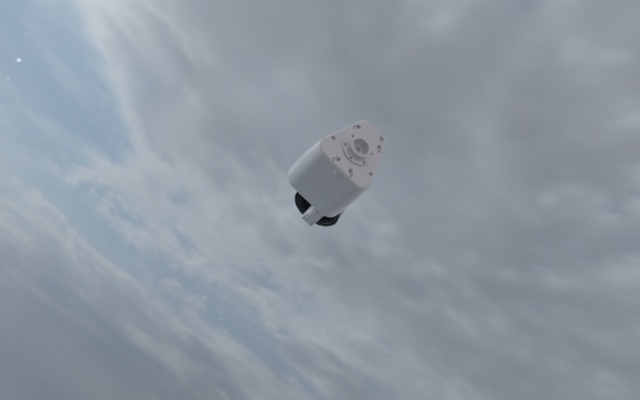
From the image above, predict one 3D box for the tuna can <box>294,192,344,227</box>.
[{"bbox_3d":[0.000,0.002,0.822,0.086,0.086,0.033,0,40,39],"label":"tuna can"}]
